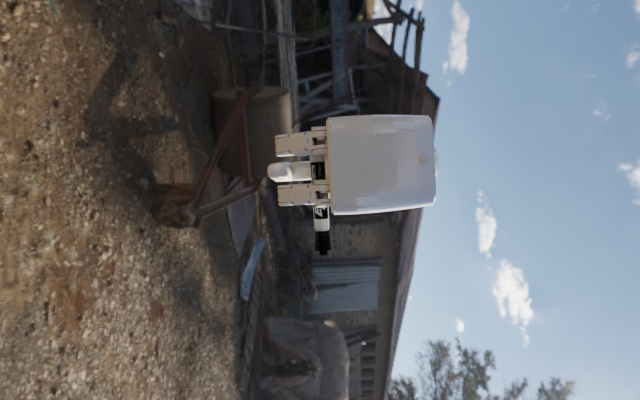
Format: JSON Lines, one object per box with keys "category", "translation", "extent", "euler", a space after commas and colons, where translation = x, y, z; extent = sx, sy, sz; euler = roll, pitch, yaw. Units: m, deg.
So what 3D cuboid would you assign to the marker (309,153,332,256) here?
{"category": "marker", "translation": [0.000, 0.002, 0.539], "extent": [0.020, 0.121, 0.020], "euler": [-3, 3, 0]}
